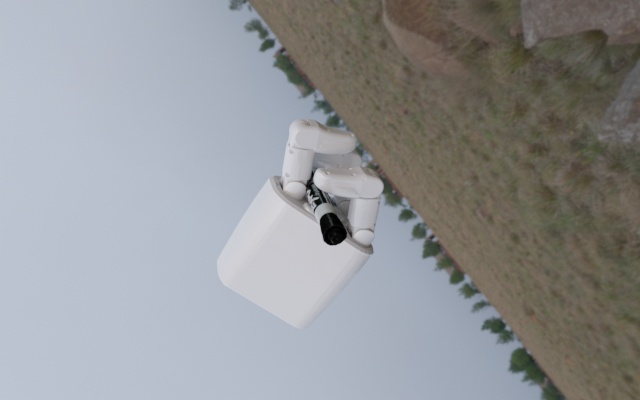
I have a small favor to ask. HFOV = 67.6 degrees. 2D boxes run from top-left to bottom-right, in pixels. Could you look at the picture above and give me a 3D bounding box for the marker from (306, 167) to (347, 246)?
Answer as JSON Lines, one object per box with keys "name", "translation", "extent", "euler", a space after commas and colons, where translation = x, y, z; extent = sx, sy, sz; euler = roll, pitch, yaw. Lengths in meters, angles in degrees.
{"name": "marker", "translation": [0.000, 0.001, 0.405], "extent": [0.020, 0.020, 0.121], "euler": [0, 27, -13]}
